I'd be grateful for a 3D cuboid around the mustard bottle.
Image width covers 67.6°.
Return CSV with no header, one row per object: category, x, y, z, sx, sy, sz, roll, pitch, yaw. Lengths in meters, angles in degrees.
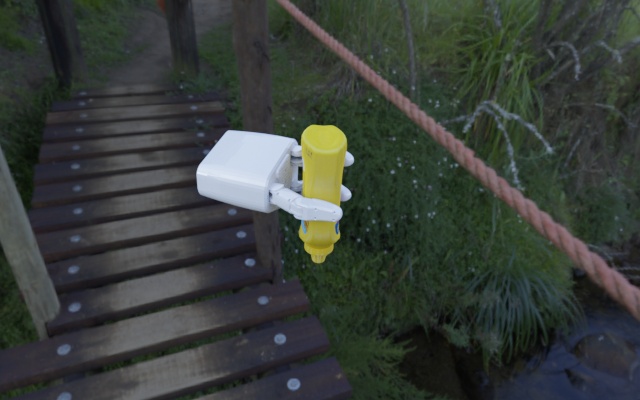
mustard bottle,0.000,0.002,0.646,0.058,0.192,0.096,0,28,-5
